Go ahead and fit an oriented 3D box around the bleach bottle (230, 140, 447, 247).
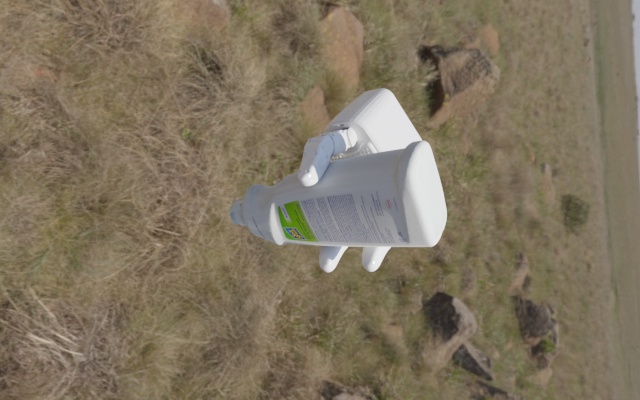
[{"bbox_3d":[0.000,0.002,0.516,0.251,0.103,0.068,-4,31,33],"label":"bleach bottle"}]
